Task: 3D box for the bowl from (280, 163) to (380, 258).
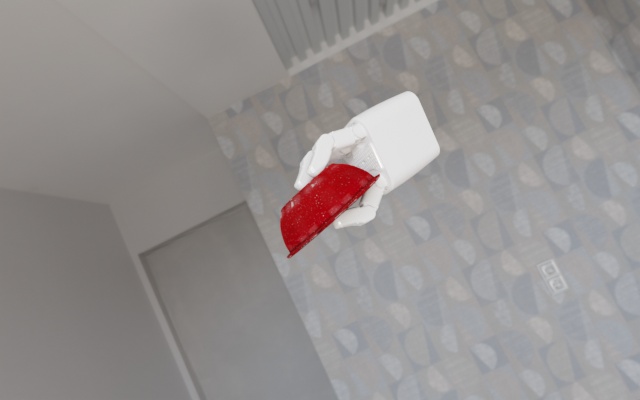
[{"bbox_3d":[-0.001,0.002,0.620,0.162,0.055,0.162,-42,0,0],"label":"bowl"}]
